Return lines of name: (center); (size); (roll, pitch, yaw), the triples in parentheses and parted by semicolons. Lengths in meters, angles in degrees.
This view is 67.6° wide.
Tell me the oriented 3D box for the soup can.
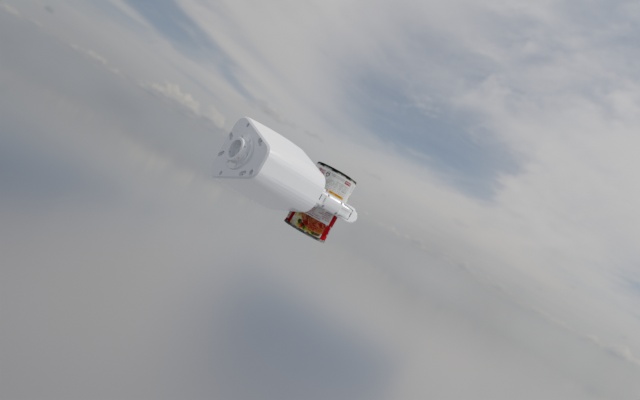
soup can: (0.001, 0.002, 0.703); (0.068, 0.102, 0.068); (29, -1, 1)
